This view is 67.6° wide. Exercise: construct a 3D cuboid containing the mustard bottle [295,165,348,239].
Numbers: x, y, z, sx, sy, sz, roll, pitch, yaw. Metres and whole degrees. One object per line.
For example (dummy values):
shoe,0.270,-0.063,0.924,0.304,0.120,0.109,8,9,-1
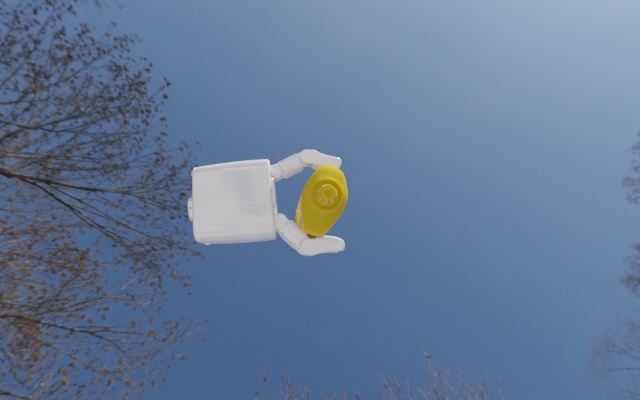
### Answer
mustard bottle,0.000,0.002,0.655,0.058,0.096,0.191,20,-9,-2
